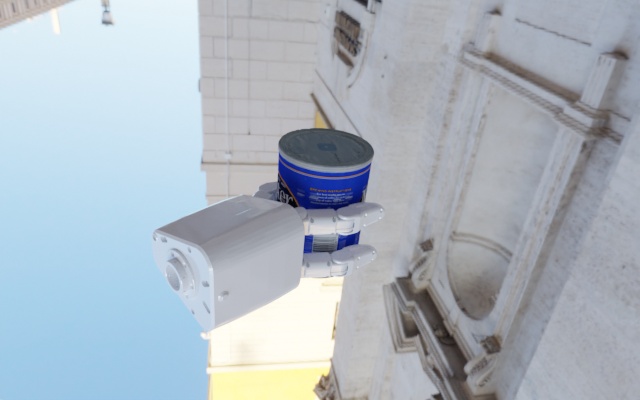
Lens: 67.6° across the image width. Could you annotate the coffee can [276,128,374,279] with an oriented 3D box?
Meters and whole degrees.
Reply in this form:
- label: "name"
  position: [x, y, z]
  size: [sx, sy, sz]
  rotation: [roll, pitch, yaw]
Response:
- label: "coffee can"
  position: [0.000, 0.002, 0.542]
  size: [0.103, 0.140, 0.102]
  rotation: [4, 30, -3]
